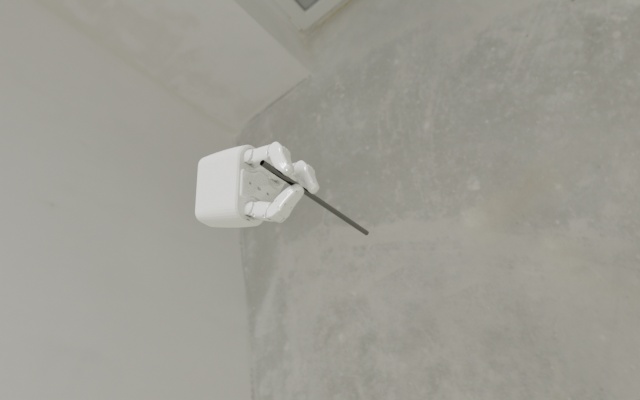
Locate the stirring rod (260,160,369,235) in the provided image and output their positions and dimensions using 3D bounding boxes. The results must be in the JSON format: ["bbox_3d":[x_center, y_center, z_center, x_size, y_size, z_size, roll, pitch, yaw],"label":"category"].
[{"bbox_3d":[0.000,0.002,0.682,0.011,0.011,0.240,0,-25,42],"label":"stirring rod"}]
